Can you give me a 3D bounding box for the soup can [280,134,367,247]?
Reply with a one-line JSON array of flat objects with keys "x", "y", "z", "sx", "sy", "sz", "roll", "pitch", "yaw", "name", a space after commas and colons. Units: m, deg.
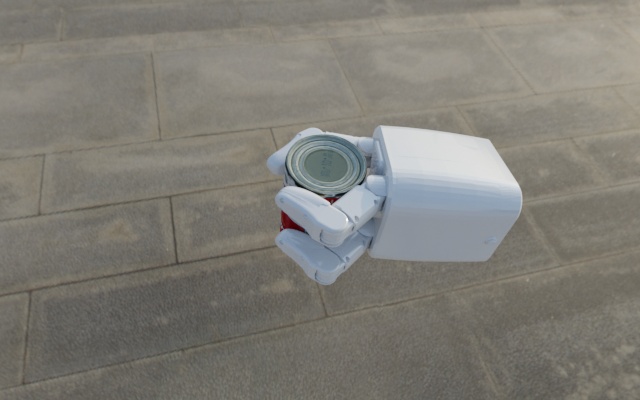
[{"x": 0.000, "y": 0.001, "z": 0.416, "sx": 0.068, "sy": 0.068, "sz": 0.102, "roll": 0, "pitch": -38, "yaw": -7, "name": "soup can"}]
